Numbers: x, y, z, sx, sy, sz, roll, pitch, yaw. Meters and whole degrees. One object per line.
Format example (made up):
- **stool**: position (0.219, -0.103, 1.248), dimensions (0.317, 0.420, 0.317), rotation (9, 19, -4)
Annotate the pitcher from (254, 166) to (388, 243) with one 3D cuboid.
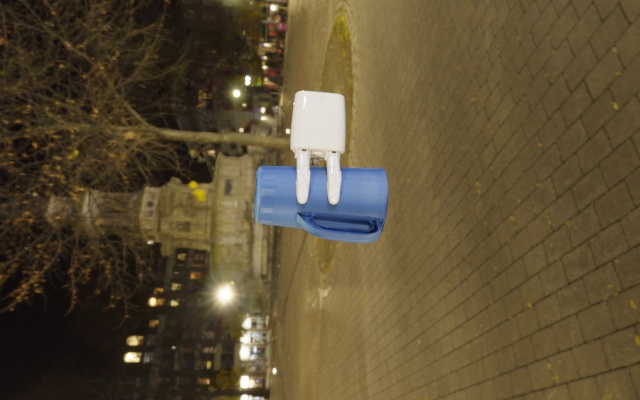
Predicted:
- **pitcher**: position (0.000, 0.003, 0.892), dimensions (0.243, 0.145, 0.149), rotation (3, -5, -7)
